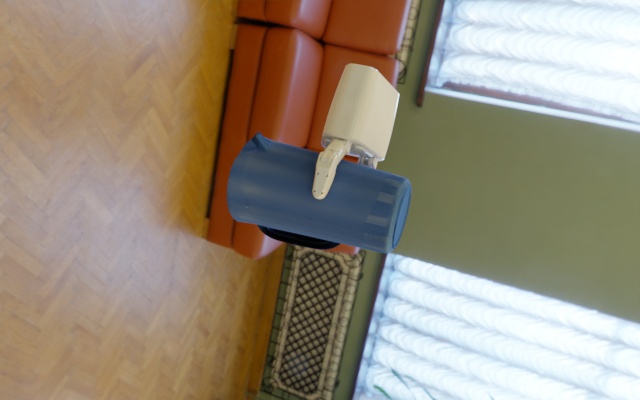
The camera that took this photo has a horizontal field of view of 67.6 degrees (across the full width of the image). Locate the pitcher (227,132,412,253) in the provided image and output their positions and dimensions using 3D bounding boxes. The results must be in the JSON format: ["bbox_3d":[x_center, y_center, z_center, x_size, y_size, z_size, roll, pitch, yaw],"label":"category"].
[{"bbox_3d":[0.000,0.002,0.691,0.243,0.145,0.149,15,-5,17],"label":"pitcher"}]
